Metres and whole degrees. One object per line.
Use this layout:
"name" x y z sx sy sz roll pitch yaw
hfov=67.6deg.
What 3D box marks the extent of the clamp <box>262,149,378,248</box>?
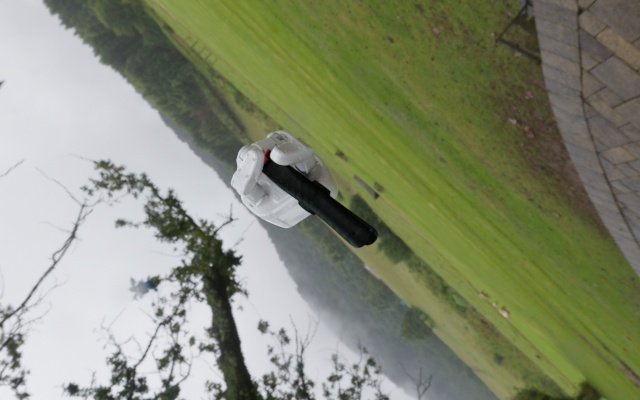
"clamp" 0.000 0.002 0.567 0.171 0.039 0.120 41 -1 20
